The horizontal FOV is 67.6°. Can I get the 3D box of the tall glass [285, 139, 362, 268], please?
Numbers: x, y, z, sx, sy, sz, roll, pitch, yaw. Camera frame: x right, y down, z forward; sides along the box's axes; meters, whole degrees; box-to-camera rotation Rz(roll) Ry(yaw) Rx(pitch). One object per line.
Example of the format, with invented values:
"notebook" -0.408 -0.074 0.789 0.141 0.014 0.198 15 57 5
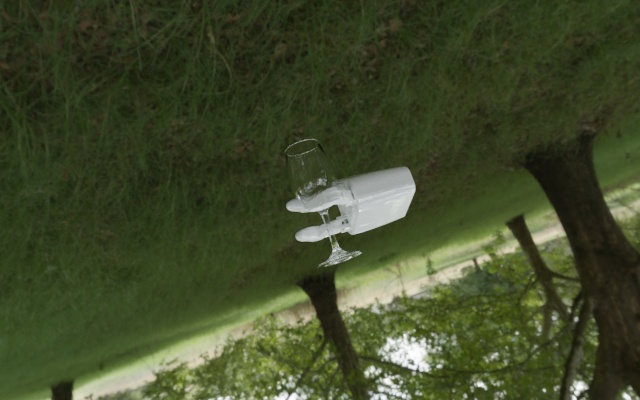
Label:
"tall glass" 0.000 0.003 0.780 0.079 0.201 0.079 -18 -13 -4
